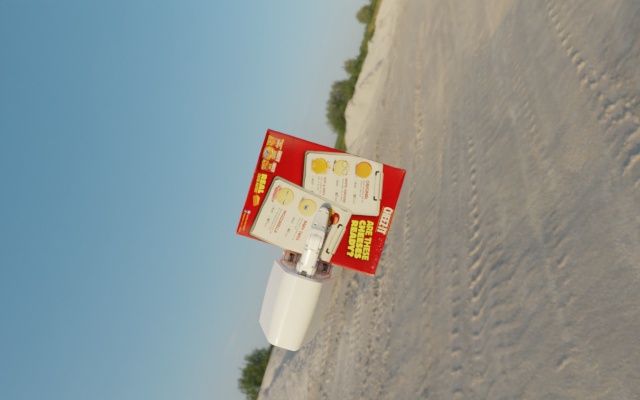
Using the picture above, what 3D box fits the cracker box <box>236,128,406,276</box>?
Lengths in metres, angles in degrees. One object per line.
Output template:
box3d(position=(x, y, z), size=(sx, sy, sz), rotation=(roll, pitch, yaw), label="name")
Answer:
box3d(position=(0.000, 0.002, 0.723), size=(0.214, 0.164, 0.072), rotation=(17, 2, 0), label="cracker box")
